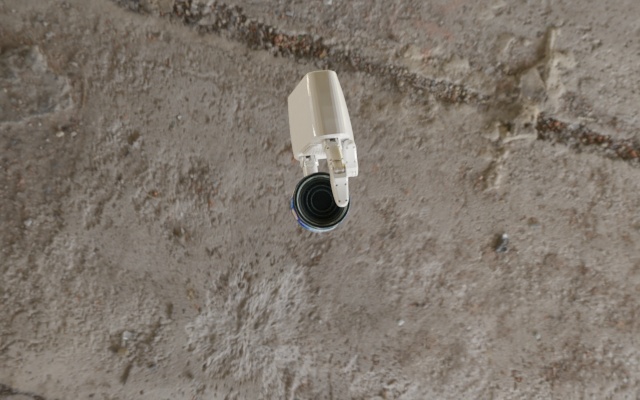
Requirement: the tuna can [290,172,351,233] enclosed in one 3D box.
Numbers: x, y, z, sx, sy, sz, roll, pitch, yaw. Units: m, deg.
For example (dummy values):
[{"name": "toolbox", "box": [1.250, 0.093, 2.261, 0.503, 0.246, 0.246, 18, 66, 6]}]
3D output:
[{"name": "tuna can", "box": [0.000, 0.002, 0.692, 0.086, 0.086, 0.034, 0, -10, -10]}]
